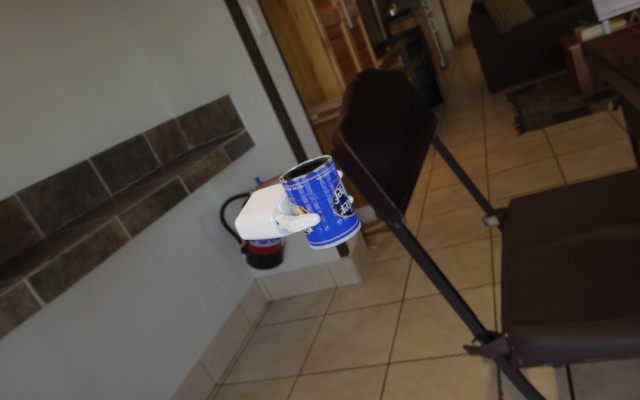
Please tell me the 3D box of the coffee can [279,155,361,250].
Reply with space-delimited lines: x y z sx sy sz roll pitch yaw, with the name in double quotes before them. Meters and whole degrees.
"coffee can" 0.000 0.003 0.865 0.103 0.140 0.102 -22 16 7
